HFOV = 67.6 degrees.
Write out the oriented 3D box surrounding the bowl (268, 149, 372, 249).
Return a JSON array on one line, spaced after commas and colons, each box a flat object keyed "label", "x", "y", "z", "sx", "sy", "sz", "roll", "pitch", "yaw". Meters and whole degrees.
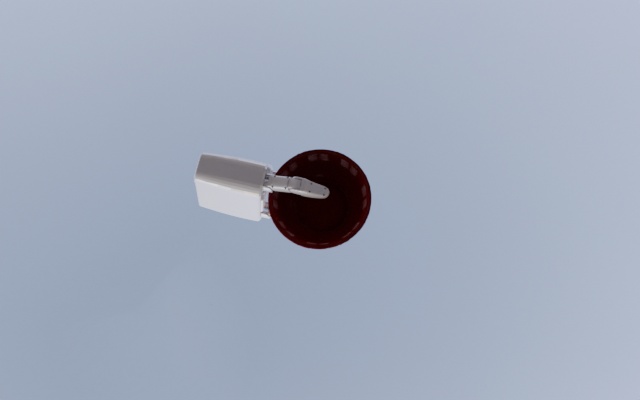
[{"label": "bowl", "x": 0.001, "y": 0.003, "z": 0.763, "sx": 0.162, "sy": 0.162, "sz": 0.055, "roll": 0, "pitch": -16, "yaw": 5}]
